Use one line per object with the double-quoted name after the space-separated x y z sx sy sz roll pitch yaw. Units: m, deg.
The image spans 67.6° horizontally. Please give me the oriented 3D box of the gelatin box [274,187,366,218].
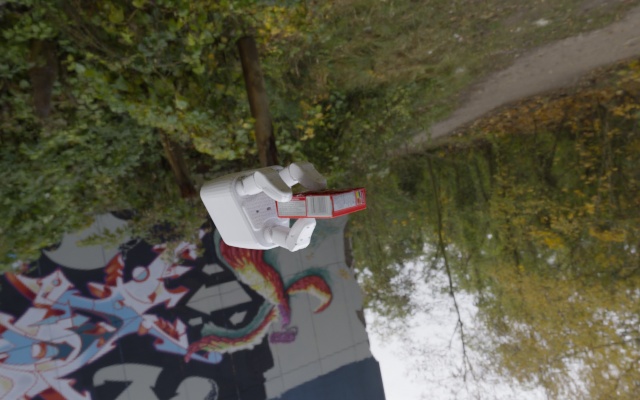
0.000 0.002 0.591 0.089 0.030 0.073 -2 7 38 "gelatin box"
